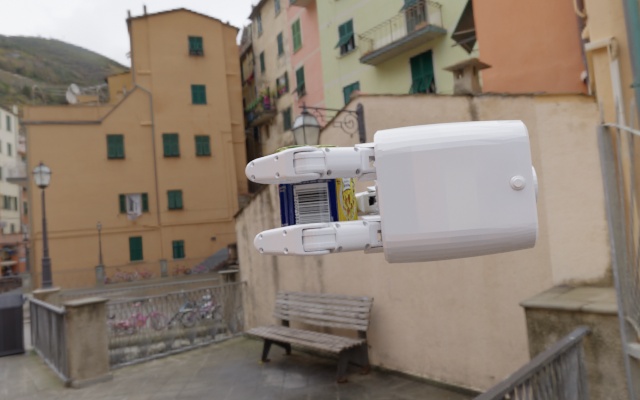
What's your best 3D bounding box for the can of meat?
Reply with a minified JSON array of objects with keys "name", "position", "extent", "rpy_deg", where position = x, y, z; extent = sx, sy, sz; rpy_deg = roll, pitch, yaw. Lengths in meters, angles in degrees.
[{"name":"can of meat","position":[0.000,0.001,0.407],"extent":[0.057,0.084,0.102],"rpy_deg":[-5,-4,13]}]
